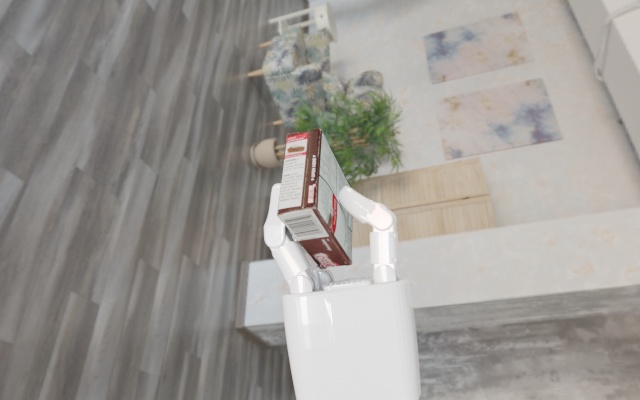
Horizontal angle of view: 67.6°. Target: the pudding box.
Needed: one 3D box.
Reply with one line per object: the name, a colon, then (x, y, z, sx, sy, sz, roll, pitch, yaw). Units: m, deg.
pudding box: (0.000, 0.002, 0.457, 0.039, 0.090, 0.114, -8, -34, 16)
